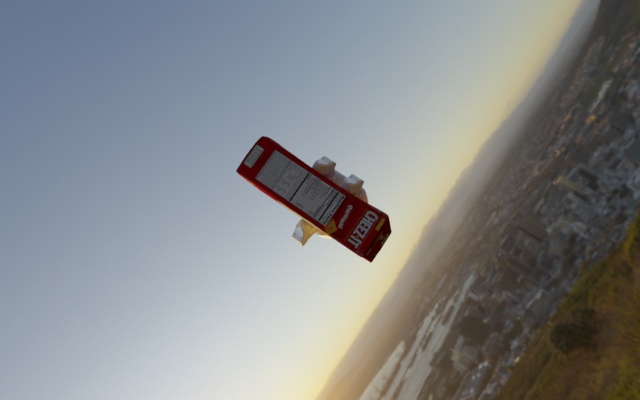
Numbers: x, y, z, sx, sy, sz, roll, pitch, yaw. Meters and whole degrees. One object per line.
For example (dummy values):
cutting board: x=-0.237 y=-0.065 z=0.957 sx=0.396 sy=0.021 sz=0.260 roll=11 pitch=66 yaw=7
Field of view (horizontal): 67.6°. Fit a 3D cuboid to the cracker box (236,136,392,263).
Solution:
cracker box: x=0.000 y=0.002 z=0.706 sx=0.213 sy=0.072 sz=0.164 roll=33 pitch=-2 yaw=13
